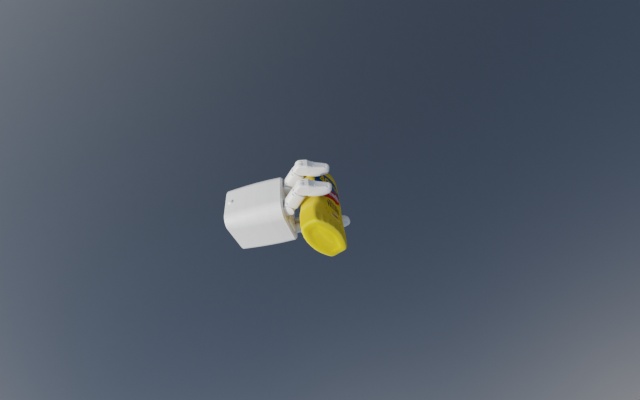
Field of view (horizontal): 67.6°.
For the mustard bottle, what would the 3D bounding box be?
[{"bbox_3d":[0.000,0.003,0.855,0.058,0.191,0.096,-33,-54,21],"label":"mustard bottle"}]
